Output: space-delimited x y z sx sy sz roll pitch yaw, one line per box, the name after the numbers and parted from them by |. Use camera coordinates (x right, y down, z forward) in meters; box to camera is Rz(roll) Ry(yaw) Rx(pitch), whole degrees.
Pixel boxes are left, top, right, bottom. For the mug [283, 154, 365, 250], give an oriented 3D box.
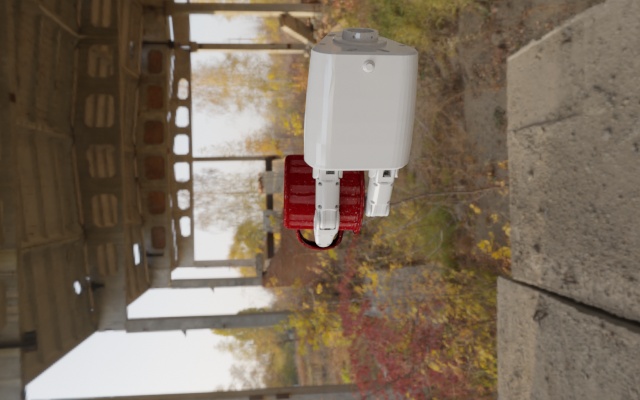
0.000 0.003 0.529 0.081 0.117 0.093 1 26 -5 | mug
